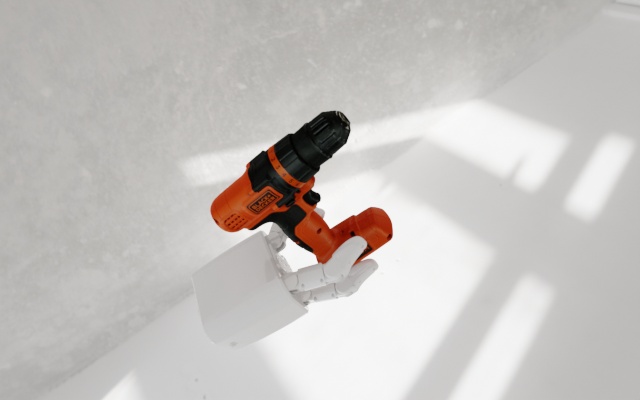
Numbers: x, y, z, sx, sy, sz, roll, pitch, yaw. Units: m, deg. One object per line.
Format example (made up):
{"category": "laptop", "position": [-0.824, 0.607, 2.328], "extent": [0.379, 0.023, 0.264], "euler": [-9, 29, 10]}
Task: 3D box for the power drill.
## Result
{"category": "power drill", "position": [0.000, 0.002, 0.540], "extent": [0.184, 0.057, 0.188], "euler": [-35, -51, 23]}
